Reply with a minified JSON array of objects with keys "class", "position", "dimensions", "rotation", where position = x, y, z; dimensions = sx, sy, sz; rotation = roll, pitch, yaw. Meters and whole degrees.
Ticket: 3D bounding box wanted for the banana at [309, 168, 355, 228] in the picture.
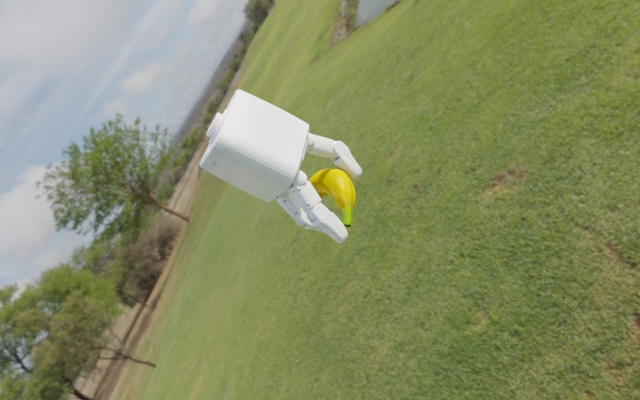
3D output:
[{"class":"banana","position":[0.009,-0.014,0.693],"dimensions":[0.037,0.069,0.198],"rotation":[23,1,-18]}]
